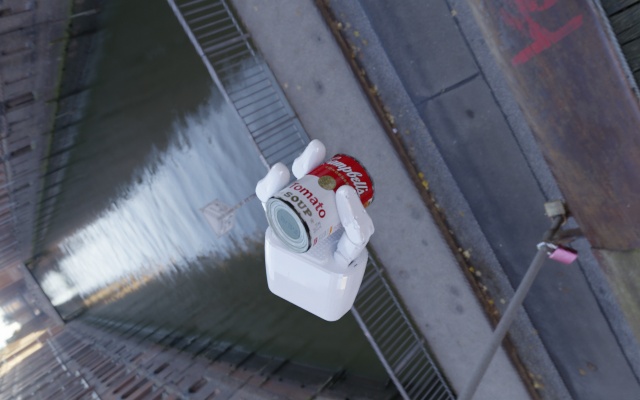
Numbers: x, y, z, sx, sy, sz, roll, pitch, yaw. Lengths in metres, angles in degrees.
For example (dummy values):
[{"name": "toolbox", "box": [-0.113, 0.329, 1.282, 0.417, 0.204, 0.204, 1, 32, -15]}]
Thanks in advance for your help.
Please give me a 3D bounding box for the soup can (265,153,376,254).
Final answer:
[{"name": "soup can", "box": [0.000, 0.002, 0.505, 0.102, 0.068, 0.068, -35, 20, -32]}]
